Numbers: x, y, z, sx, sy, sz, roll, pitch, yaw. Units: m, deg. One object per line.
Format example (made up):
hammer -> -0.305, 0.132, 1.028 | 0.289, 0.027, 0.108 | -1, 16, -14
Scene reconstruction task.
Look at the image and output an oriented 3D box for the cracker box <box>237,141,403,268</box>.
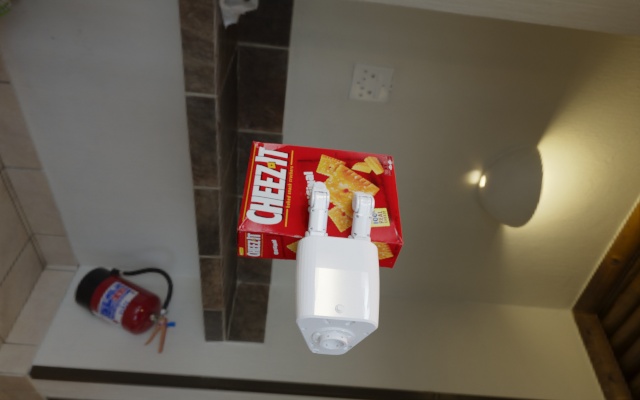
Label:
cracker box -> 0.000, 0.002, 0.672 | 0.214, 0.164, 0.072 | 6, -40, -4
